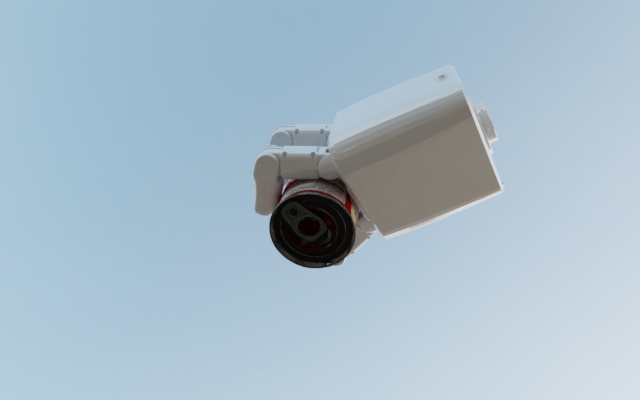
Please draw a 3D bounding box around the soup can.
[{"bbox_3d":[0.000,0.001,0.412,0.068,0.068,0.102,0,28,9],"label":"soup can"}]
